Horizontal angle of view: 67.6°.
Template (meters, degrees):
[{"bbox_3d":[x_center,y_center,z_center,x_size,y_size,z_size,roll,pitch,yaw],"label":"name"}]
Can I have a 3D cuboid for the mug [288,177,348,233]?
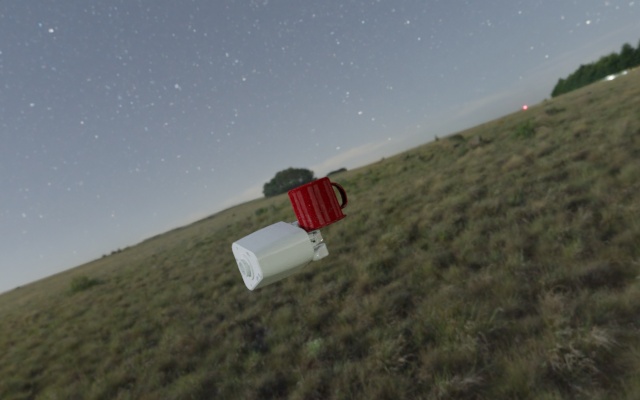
[{"bbox_3d":[0.001,0.002,0.880,0.117,0.081,0.093,-22,3,-30],"label":"mug"}]
